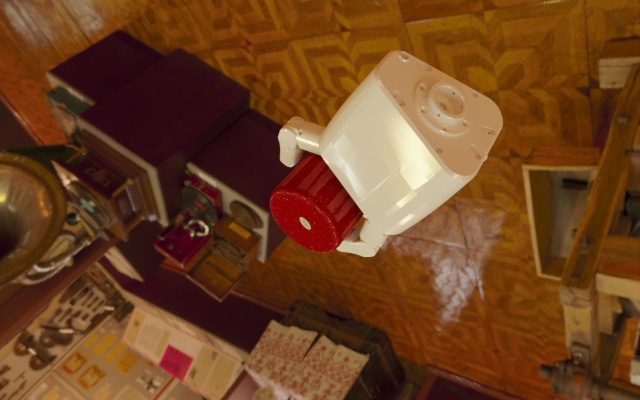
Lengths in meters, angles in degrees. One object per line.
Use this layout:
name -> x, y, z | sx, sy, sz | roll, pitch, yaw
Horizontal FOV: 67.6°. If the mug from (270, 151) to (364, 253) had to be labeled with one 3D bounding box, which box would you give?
mug -> -0.001, 0.002, 0.481 | 0.081, 0.093, 0.117 | -49, 0, -33
